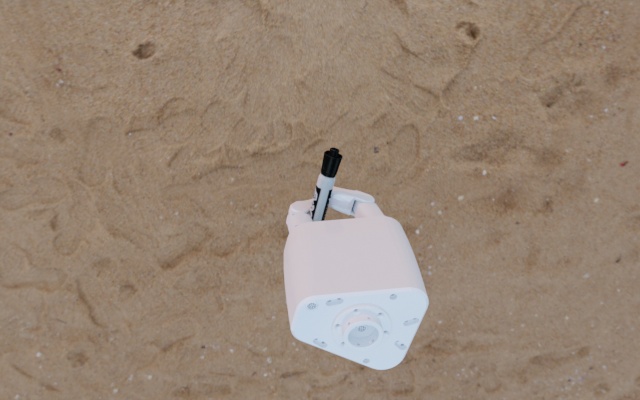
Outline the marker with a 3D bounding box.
[{"bbox_3d":[0.000,0.002,0.497,0.020,0.121,0.020,12,27,-6],"label":"marker"}]
